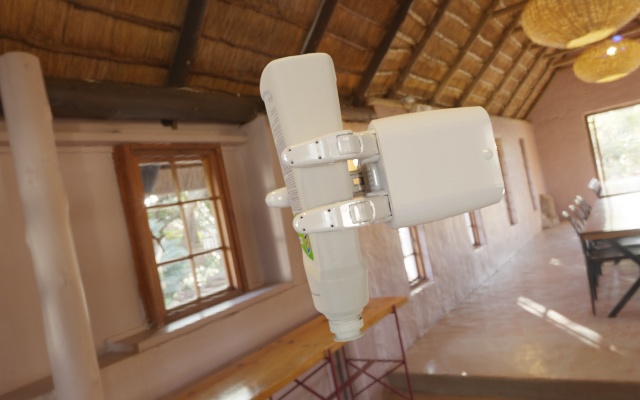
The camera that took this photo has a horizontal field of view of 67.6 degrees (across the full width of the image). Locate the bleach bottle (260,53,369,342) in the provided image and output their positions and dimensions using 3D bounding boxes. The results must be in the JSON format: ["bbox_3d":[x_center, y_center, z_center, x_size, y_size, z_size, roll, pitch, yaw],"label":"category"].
[{"bbox_3d":[0.000,0.001,0.445,0.068,0.251,0.102,-11,-1,-8],"label":"bleach bottle"}]
